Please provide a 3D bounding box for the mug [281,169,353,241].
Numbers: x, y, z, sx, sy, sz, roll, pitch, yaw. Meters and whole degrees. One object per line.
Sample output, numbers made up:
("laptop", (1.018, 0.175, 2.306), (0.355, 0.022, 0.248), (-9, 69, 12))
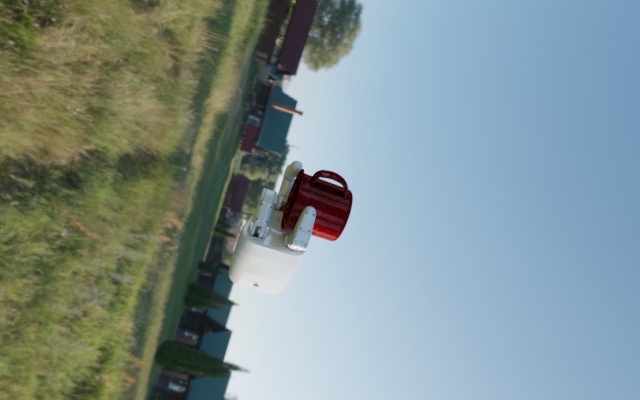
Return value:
("mug", (0.001, 0.001, 0.689), (0.081, 0.117, 0.093), (19, 41, -11))
